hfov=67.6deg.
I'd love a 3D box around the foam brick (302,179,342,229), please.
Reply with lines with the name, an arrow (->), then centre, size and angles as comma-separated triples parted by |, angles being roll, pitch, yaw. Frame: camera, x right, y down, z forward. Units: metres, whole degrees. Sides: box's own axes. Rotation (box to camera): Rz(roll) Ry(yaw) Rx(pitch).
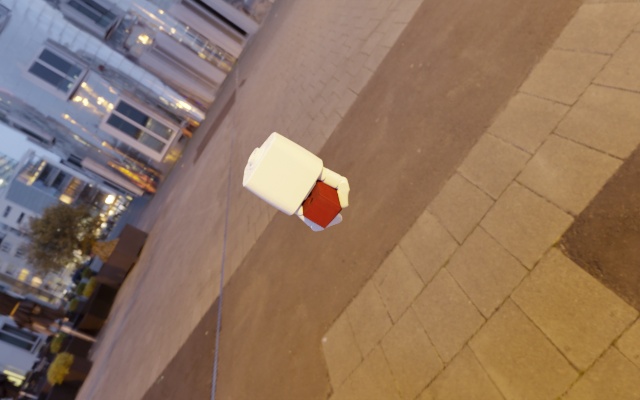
foam brick -> 0.000, 0.003, 0.873 | 0.051, 0.053, 0.078 | 32, 21, -21
